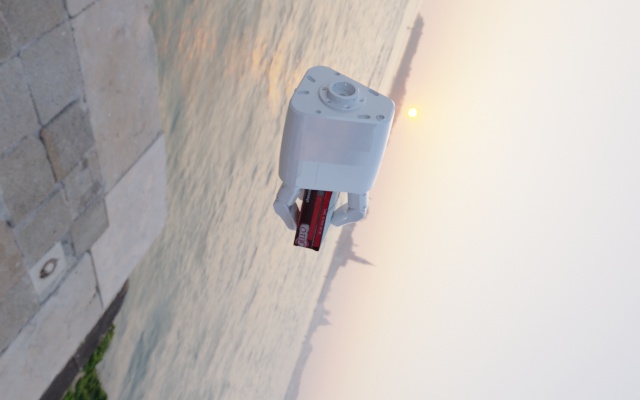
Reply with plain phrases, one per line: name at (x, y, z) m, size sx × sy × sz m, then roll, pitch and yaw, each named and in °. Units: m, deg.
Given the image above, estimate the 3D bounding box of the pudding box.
pudding box at (0.000, 0.002, 0.621) m, size 0.039 × 0.090 × 0.113 m, roll 16°, pitch 21°, yaw 7°
